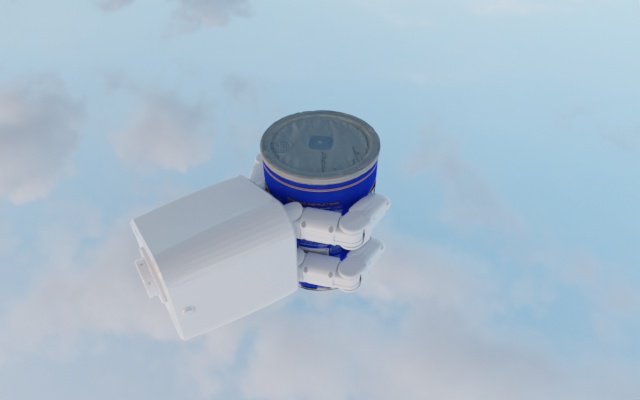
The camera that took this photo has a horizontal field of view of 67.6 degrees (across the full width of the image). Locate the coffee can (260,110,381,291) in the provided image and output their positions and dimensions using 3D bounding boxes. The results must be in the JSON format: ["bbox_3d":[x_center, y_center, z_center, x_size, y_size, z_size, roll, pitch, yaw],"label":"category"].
[{"bbox_3d":[0.000,0.001,0.451,0.103,0.140,0.102,0,42,0],"label":"coffee can"}]
